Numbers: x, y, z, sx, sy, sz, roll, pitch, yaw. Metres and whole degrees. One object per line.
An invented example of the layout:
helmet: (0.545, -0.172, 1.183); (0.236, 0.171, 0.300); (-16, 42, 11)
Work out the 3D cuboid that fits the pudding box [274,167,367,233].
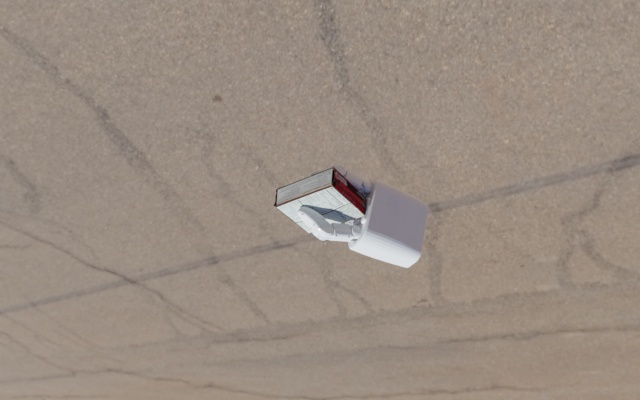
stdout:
pudding box: (0.000, 0.003, 0.726); (0.113, 0.039, 0.090); (-21, -44, 30)
